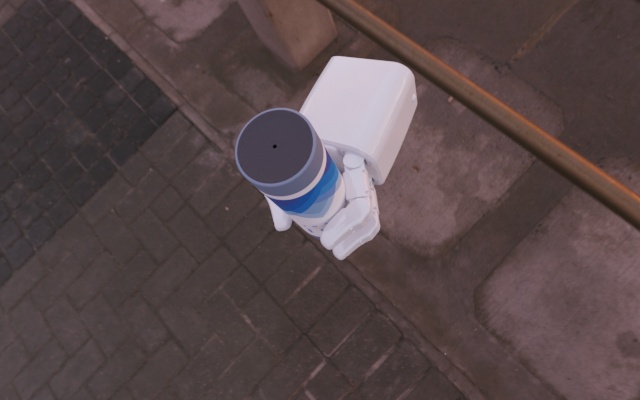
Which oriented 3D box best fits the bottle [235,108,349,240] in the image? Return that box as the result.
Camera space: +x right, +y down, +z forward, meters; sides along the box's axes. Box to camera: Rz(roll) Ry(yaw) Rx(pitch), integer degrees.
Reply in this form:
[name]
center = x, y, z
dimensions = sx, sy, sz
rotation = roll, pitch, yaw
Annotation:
[bottle]
center = 0.000, 0.002, 0.503
dimensions = 0.069, 0.069, 0.296
rotation = 0, -17, 15
